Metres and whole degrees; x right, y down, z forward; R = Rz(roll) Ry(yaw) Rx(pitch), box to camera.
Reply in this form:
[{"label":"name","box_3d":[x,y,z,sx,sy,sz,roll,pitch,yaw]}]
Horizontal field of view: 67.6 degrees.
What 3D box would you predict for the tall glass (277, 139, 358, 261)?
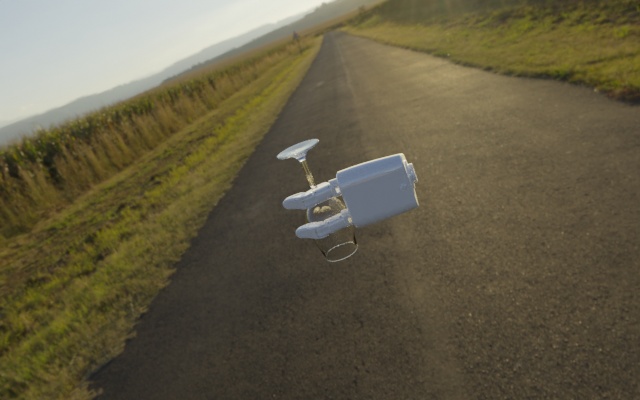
[{"label":"tall glass","box_3d":[0.000,0.002,0.807,0.079,0.201,0.079,-20,18,7]}]
